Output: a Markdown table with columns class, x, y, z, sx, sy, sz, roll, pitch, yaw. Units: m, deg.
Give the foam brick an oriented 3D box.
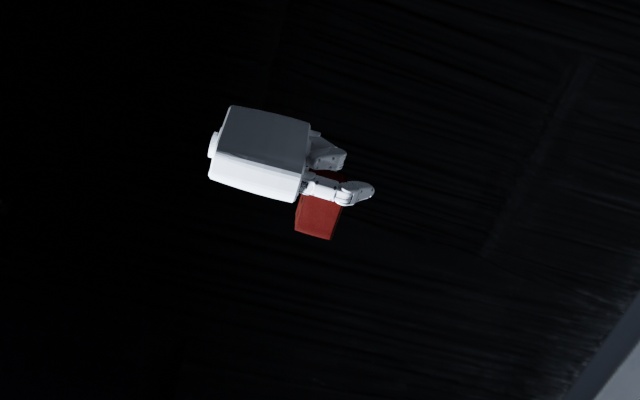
| class | x | y | z | sx | sy | sz | roll | pitch | yaw |
| --- | --- | --- | --- | --- | --- | --- | --- | --- | --- |
| foam brick | 0.000 | 0.002 | 0.629 | 0.051 | 0.078 | 0.053 | 14 | 26 | -9 |
